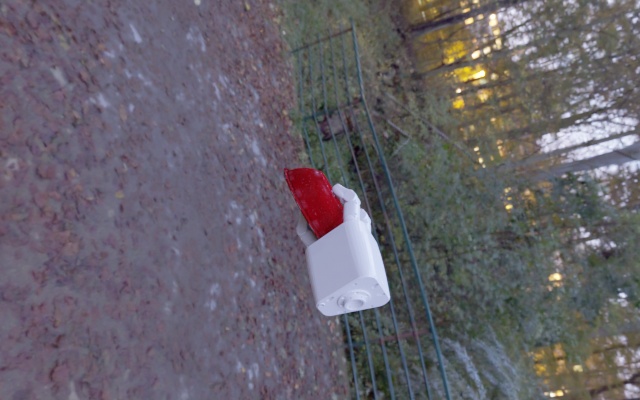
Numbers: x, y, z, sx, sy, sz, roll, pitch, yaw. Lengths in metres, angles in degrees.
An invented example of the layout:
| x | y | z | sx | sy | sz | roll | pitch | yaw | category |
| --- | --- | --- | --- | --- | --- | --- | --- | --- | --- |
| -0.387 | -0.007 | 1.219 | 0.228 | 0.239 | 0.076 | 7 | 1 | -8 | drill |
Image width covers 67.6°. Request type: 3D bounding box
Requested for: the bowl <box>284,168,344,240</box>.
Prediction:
| x | y | z | sx | sy | sz | roll | pitch | yaw | category |
| --- | --- | --- | --- | --- | --- | --- | --- | --- | --- |
| 0.000 | 0.001 | 0.817 | 0.055 | 0.162 | 0.162 | -30 | -3 | 5 | bowl |
